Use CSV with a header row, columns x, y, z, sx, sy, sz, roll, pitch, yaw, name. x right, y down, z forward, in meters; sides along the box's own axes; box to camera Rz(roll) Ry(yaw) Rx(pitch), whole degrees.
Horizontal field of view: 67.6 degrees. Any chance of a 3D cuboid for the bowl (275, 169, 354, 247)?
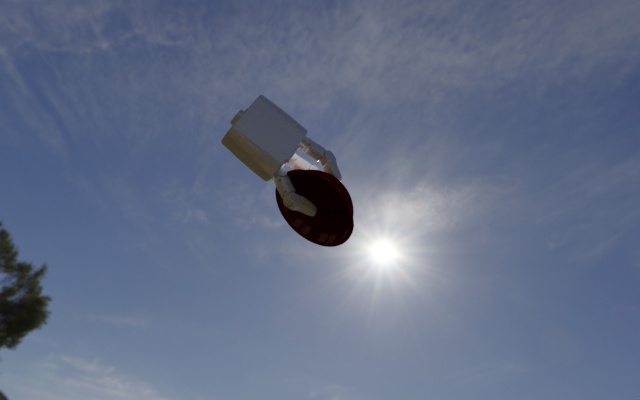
x,y,z,sx,sy,sz,roll,pitch,yaw,name
0.001,0.004,0.852,0.162,0.162,0.055,0,32,38,bowl
